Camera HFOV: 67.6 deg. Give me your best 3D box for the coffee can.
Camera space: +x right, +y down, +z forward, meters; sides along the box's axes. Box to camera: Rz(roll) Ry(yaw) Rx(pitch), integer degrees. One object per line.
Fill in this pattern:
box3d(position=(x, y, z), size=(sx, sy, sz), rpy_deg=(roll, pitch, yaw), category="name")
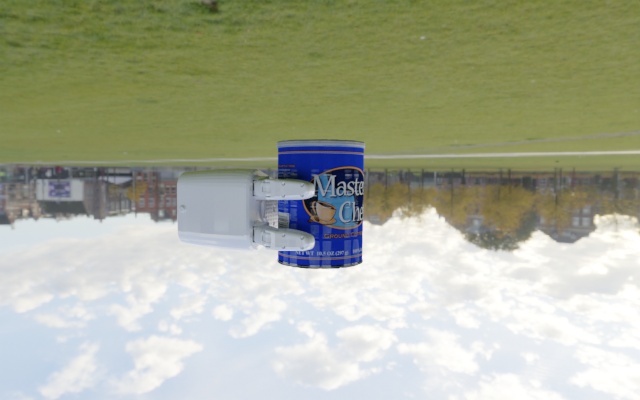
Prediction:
box3d(position=(0.000, 0.002, 0.561), size=(0.103, 0.140, 0.103), rpy_deg=(0, 3, 0), category="coffee can")
